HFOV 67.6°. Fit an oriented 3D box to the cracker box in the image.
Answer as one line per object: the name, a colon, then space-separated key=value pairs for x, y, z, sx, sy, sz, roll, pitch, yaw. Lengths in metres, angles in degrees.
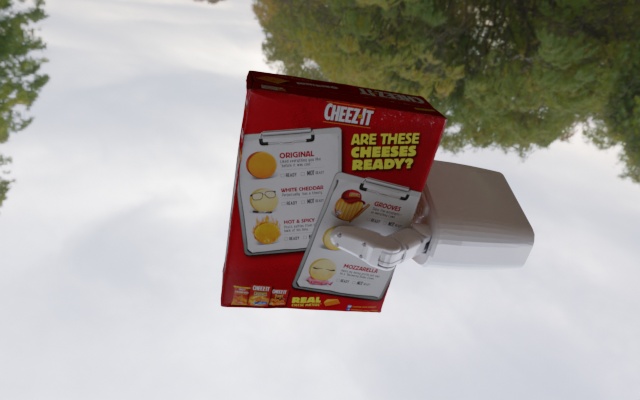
cracker box: x=0.000 y=0.002 z=0.444 sx=0.164 sy=0.214 sz=0.072 roll=5 pitch=28 yaw=-14
